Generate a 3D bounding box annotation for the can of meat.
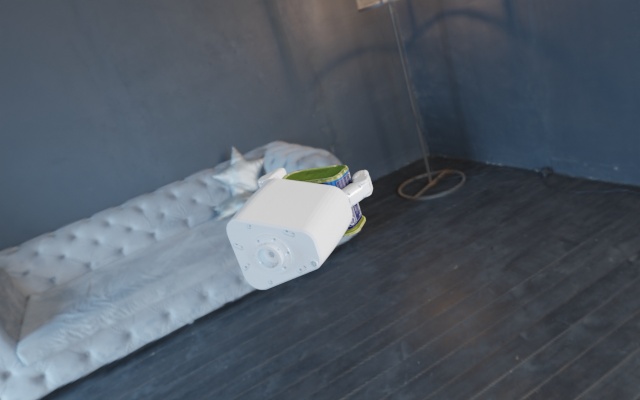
[{"bbox_3d":[0.000,0.002,0.648,0.102,0.084,0.057,-7,23,28],"label":"can of meat"}]
